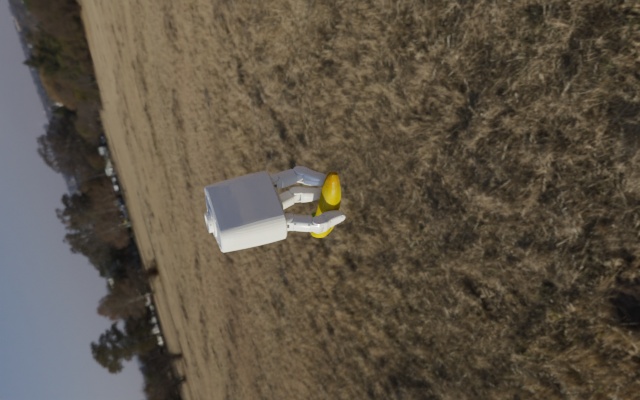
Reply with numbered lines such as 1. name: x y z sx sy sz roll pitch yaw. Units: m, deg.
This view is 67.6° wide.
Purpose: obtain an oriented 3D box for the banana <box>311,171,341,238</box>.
1. banana: 0.005 0.021 0.837 0.037 0.069 0.198 -11 -20 -17
